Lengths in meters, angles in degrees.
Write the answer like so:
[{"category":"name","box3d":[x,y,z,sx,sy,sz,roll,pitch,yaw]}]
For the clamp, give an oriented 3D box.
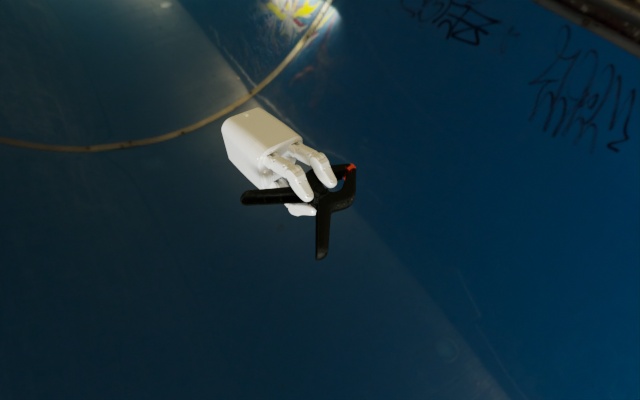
[{"category":"clamp","box3d":[0.000,0.003,0.773,0.164,0.036,0.210,41,49,22]}]
